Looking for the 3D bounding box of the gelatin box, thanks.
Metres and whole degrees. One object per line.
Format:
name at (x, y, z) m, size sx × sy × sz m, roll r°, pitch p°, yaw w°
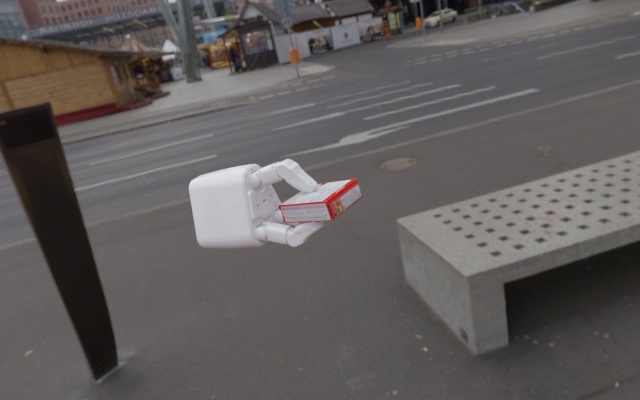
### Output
gelatin box at (0.000, 0.002, 0.639) m, size 0.089 × 0.030 × 0.073 m, roll -6°, pitch 20°, yaw 41°
